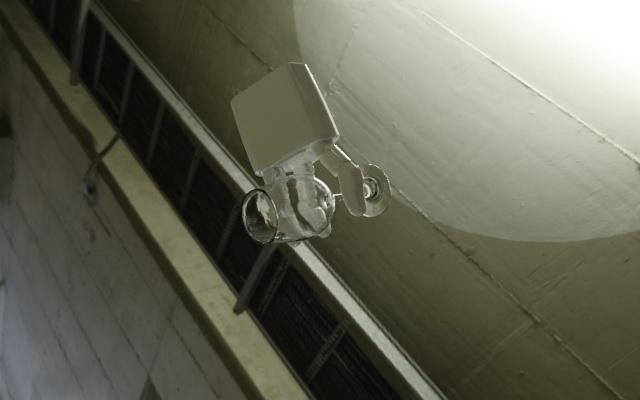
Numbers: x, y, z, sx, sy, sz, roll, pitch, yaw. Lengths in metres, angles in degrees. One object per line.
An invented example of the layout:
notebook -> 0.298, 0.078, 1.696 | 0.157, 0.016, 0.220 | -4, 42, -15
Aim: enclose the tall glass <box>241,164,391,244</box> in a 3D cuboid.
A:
tall glass -> 0.001, 0.002, 0.589 | 0.079, 0.079, 0.201 | 0, 10, 43
